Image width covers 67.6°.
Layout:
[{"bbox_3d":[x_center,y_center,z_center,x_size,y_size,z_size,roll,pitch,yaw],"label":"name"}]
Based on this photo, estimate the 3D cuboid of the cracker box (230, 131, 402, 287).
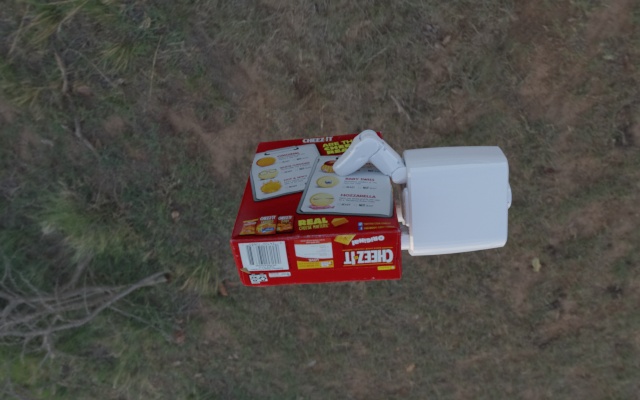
[{"bbox_3d":[0.000,0.002,0.549,0.164,0.072,0.213,-4,33,4],"label":"cracker box"}]
